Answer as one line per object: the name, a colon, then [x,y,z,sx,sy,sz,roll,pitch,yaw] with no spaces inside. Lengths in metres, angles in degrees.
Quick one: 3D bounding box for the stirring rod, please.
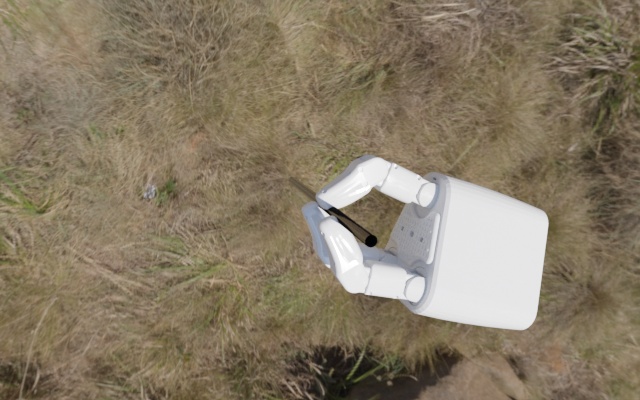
stirring rod: [0.000,0.001,0.402,0.011,0.011,0.239,0,11,-15]
